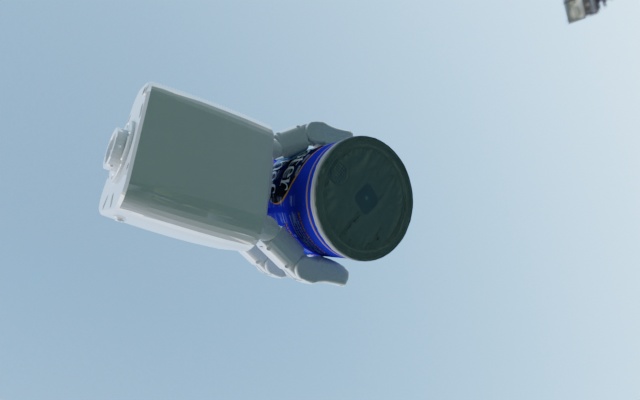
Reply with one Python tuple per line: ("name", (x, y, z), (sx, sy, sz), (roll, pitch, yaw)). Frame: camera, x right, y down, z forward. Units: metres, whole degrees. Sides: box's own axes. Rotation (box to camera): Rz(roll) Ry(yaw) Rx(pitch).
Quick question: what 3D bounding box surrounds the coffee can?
("coffee can", (0.000, 0.001, 0.444), (0.103, 0.103, 0.140), (0, -3, -33))
